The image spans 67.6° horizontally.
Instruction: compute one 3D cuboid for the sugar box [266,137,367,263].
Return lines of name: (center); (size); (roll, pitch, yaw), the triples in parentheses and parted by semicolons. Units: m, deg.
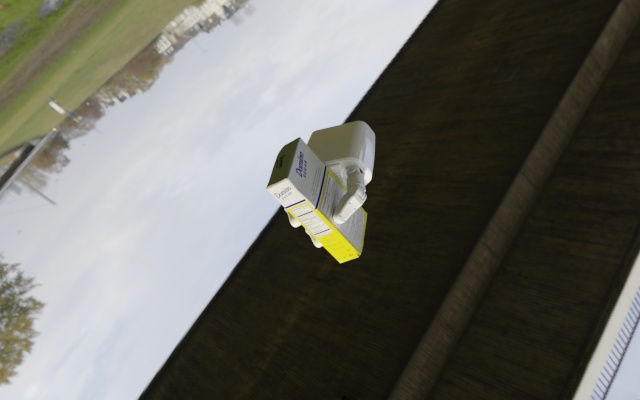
sugar box: (0.000, 0.002, 0.697); (0.048, 0.093, 0.176); (-25, -56, 32)
